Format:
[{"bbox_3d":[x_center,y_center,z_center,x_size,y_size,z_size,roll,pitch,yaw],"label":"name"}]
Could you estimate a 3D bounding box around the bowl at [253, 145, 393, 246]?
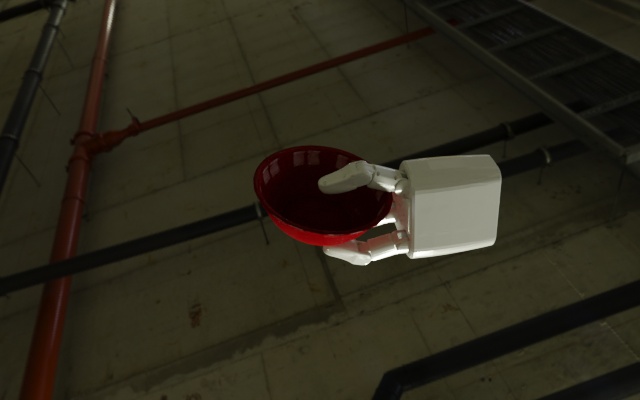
[{"bbox_3d":[-0.001,0.002,0.564,0.162,0.055,0.162,7,40,-6],"label":"bowl"}]
